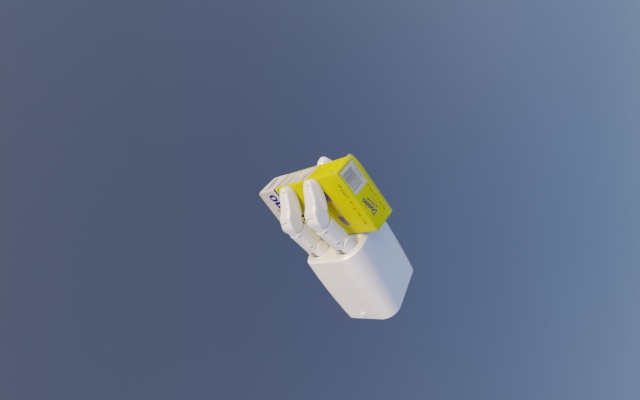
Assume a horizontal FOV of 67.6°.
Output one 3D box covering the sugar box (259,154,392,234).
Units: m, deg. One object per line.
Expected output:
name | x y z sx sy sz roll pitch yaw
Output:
sugar box | 0.000 0.003 0.633 0.176 0.093 0.048 -15 28 50
